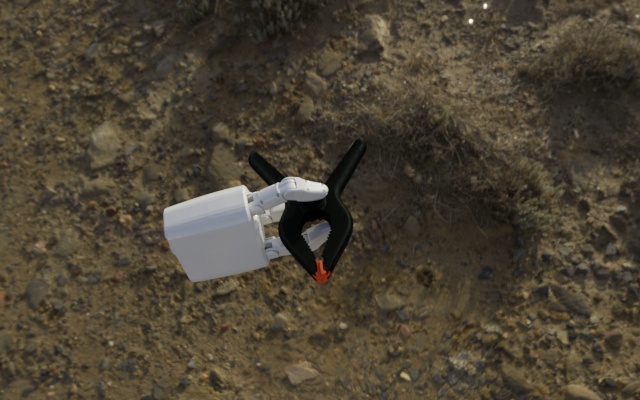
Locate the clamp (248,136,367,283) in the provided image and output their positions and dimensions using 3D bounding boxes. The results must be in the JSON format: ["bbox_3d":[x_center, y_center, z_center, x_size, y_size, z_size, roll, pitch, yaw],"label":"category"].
[{"bbox_3d":[0.000,0.002,0.618,0.164,0.209,0.036,-14,-32,-2],"label":"clamp"}]
